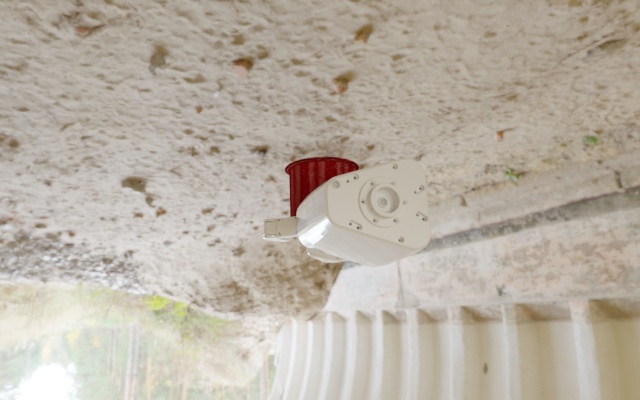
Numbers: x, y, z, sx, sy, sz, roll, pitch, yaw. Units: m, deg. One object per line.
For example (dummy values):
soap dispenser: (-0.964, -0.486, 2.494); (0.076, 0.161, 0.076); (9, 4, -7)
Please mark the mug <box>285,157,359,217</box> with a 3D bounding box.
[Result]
mug: (0.000, 0.003, 0.601); (0.093, 0.081, 0.117); (2, -14, -14)
